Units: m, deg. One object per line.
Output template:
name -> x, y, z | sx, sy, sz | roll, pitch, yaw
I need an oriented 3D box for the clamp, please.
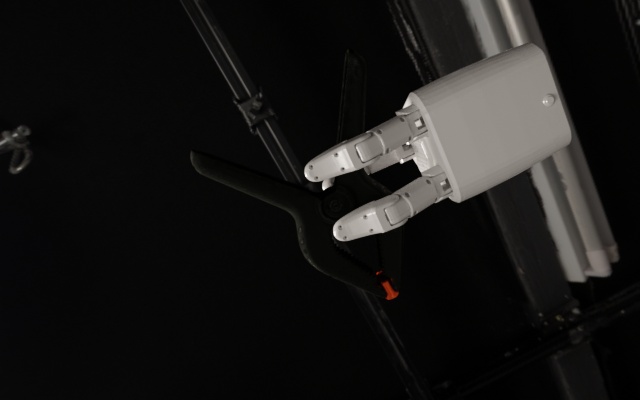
clamp -> 0.000, 0.002, 0.413 | 0.164, 0.210, 0.036 | -25, 13, 3
